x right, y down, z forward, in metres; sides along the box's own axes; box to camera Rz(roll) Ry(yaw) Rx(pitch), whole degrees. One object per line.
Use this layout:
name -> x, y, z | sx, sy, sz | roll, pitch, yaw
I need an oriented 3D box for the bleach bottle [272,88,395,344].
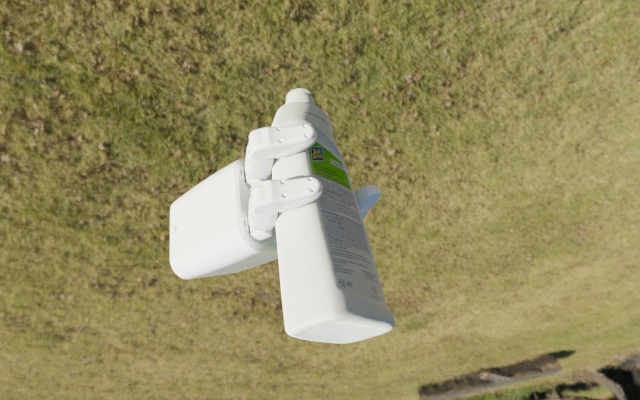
bleach bottle -> 0.000, 0.001, 0.457 | 0.068, 0.250, 0.102 | -27, -33, 30
